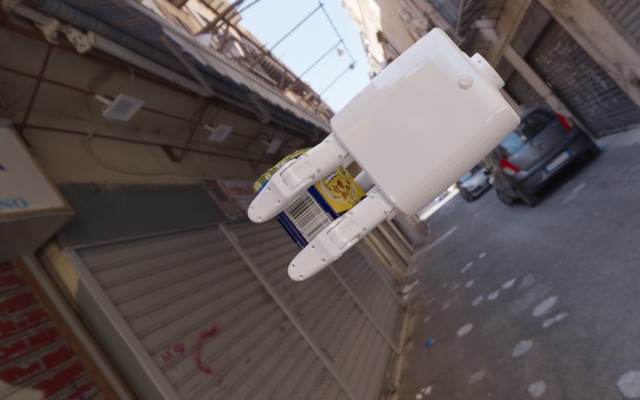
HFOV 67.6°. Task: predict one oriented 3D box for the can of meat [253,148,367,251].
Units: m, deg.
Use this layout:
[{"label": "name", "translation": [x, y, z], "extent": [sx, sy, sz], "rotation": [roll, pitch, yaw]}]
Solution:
[{"label": "can of meat", "translation": [0.000, 0.001, 0.419], "extent": [0.057, 0.084, 0.102], "rotation": [-41, -7, 24]}]
